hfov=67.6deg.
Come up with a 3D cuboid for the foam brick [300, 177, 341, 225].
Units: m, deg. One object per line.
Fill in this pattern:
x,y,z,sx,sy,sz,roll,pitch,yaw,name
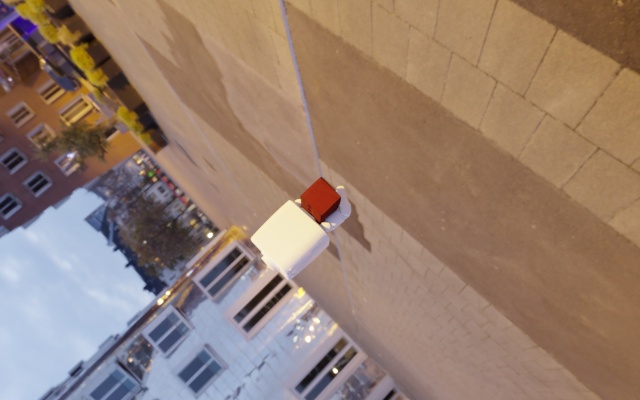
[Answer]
0.000,0.003,0.860,0.051,0.053,0.078,-42,-11,-12,foam brick
